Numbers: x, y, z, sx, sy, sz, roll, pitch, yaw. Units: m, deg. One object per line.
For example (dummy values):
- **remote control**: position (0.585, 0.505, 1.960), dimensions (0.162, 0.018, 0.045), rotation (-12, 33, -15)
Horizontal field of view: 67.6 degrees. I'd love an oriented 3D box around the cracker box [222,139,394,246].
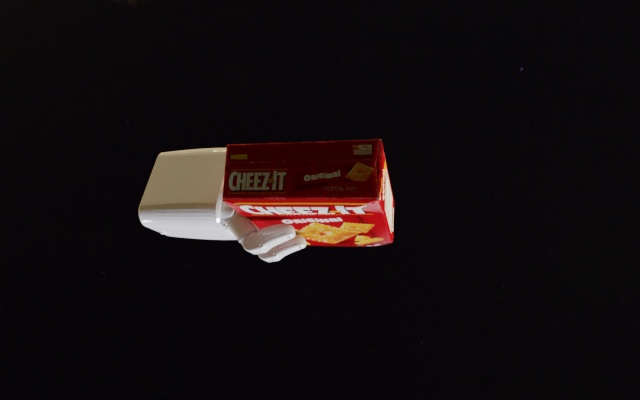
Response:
- **cracker box**: position (0.000, 0.002, 0.571), dimensions (0.164, 0.072, 0.214), rotation (-1, -16, 12)
